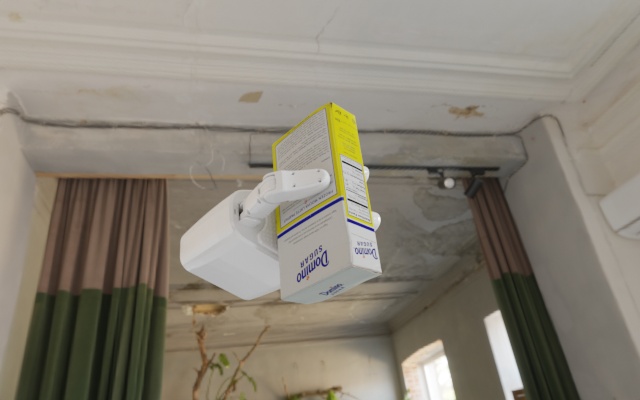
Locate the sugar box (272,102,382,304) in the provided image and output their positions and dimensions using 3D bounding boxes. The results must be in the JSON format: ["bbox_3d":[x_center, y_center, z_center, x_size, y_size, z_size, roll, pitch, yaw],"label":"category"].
[{"bbox_3d":[0.000,0.002,0.459,0.048,0.176,0.093,19,-38,-40],"label":"sugar box"}]
